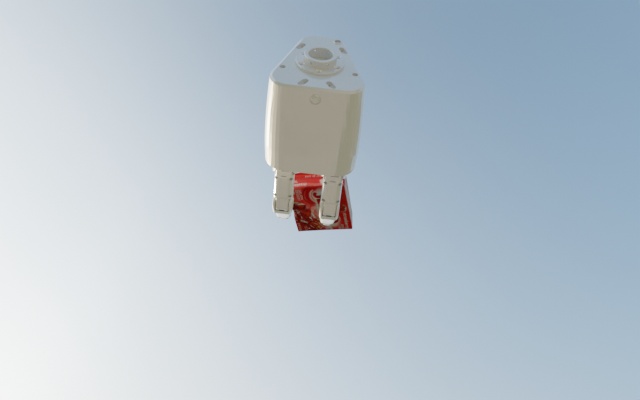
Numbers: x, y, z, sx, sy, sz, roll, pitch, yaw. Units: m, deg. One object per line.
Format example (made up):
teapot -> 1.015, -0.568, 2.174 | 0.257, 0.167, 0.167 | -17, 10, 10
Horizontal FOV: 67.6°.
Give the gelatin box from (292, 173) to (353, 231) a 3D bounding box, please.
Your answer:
gelatin box -> 0.000, 0.002, 0.604 | 0.073, 0.030, 0.089 | -3, -41, 9
